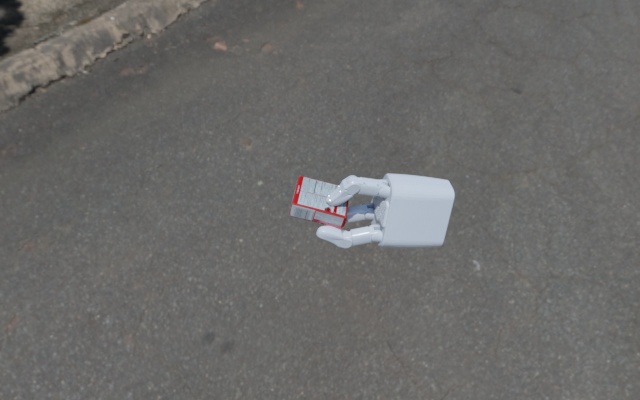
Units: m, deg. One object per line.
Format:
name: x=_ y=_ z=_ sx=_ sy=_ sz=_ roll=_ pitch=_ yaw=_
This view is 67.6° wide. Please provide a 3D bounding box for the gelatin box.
gelatin box: x=0.000 y=0.002 z=0.765 sx=0.089 sy=0.030 sz=0.073 roll=14 pitch=41 yaw=-4
